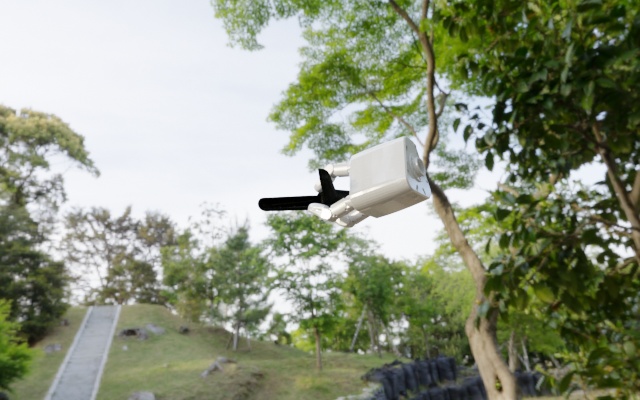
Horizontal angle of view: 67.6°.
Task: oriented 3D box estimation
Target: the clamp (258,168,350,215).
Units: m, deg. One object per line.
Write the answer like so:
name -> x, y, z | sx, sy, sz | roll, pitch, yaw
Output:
clamp -> 0.001, 0.002, 0.888 | 0.164, 0.036, 0.210 | -20, -25, 32
